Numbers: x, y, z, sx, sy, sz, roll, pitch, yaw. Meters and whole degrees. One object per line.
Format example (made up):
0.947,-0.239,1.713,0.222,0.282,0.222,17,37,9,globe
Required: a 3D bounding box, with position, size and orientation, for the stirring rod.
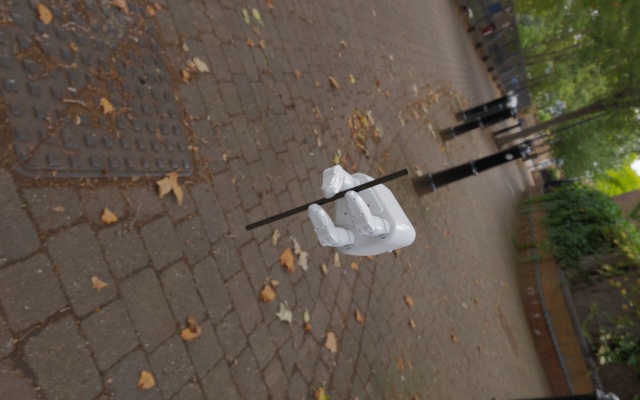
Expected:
0.000,0.002,0.621,0.239,0.011,0.011,-20,-8,24,stirring rod
